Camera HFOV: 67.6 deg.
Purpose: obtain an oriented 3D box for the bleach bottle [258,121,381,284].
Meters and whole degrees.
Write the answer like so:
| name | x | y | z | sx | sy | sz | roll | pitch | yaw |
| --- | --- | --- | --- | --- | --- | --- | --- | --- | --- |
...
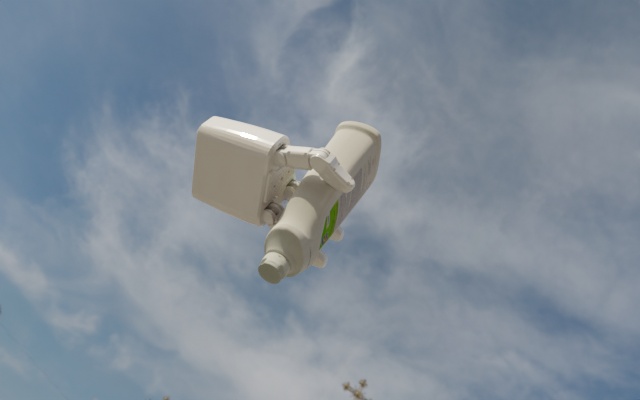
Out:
| name | x | y | z | sx | sy | sz | roll | pitch | yaw |
| --- | --- | --- | --- | --- | --- | --- | --- | --- | --- |
| bleach bottle | 0.000 | 0.002 | 0.586 | 0.068 | 0.103 | 0.250 | 18 | 41 | 19 |
